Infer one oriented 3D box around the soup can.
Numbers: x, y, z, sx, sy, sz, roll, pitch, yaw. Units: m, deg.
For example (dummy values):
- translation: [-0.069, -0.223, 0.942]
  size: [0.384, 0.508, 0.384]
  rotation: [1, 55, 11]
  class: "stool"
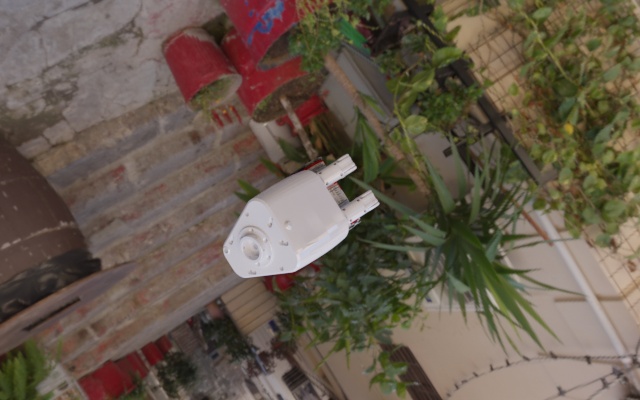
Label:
- translation: [0.000, 0.002, 0.641]
  size: [0.068, 0.102, 0.068]
  rotation: [-33, -1, -1]
  class: "soup can"
